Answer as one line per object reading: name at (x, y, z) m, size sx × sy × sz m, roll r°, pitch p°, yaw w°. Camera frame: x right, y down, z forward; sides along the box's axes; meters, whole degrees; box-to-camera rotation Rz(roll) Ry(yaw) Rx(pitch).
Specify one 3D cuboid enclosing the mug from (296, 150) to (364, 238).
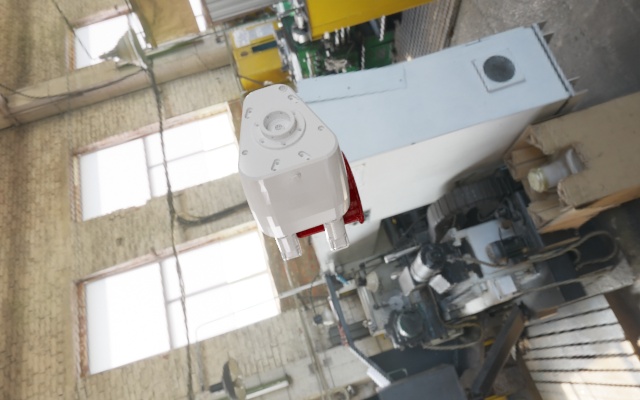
mug at (0.000, 0.003, 0.579) m, size 0.081 × 0.093 × 0.117 m, roll -17°, pitch -33°, yaw -3°
